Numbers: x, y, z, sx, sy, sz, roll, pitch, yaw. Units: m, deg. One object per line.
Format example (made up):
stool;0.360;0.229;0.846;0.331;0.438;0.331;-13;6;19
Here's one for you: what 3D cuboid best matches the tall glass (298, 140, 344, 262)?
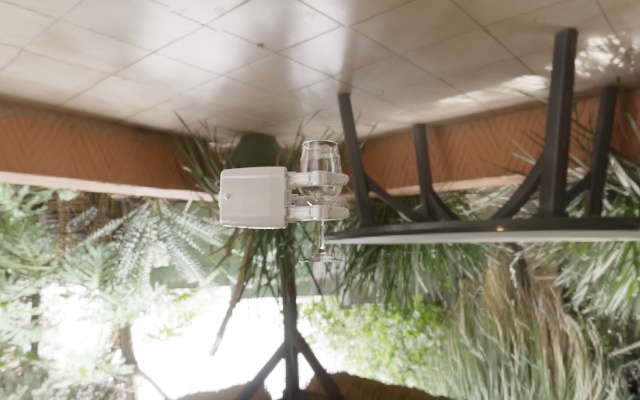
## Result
tall glass;0.000;0.003;0.806;0.079;0.201;0.079;0;-7;0
